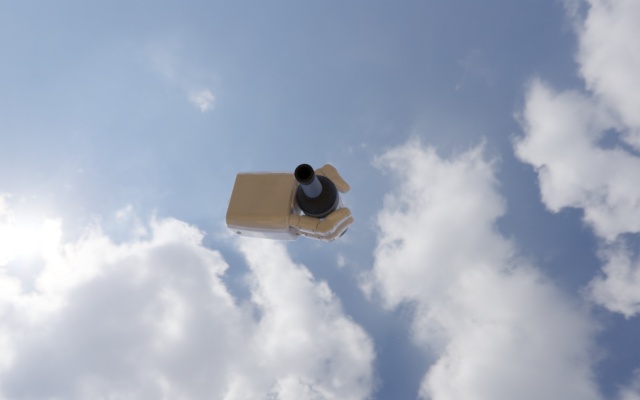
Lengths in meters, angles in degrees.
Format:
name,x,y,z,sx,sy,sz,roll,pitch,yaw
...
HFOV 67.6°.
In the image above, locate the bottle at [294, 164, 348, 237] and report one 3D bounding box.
name,x,y,z,sx,sy,sz,roll,pitch,yaw
bottle,0.000,0.003,0.787,0.069,0.069,0.296,0,-16,9
